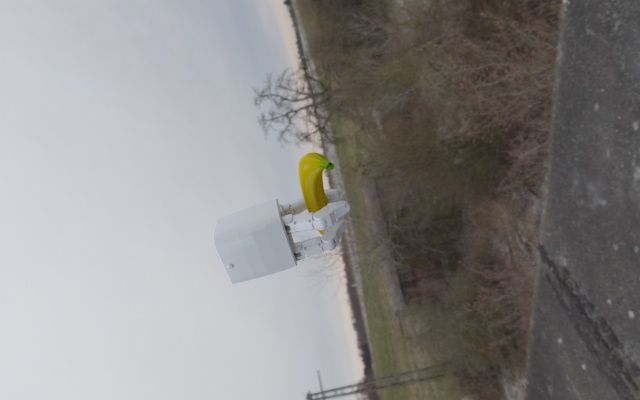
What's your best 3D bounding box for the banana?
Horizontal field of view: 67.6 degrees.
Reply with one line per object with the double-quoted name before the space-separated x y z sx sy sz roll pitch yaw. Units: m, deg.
"banana" -0.007 -0.014 0.727 0.037 0.069 0.198 -20 -31 -10
